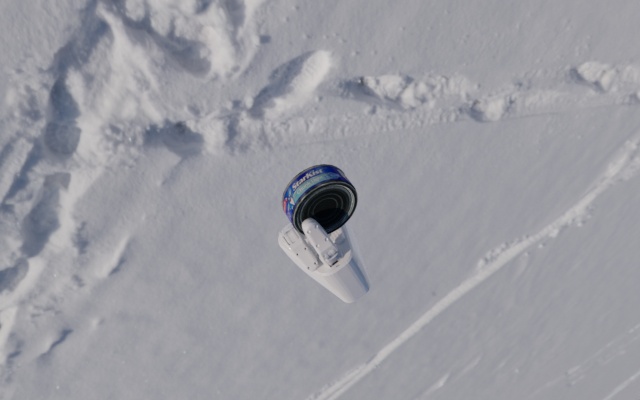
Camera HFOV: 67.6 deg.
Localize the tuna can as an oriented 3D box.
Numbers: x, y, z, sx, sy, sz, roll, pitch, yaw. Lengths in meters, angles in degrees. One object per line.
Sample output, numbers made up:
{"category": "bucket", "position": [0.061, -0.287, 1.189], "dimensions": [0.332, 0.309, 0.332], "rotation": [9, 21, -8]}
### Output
{"category": "tuna can", "position": [0.000, 0.002, 0.561], "dimensions": [0.086, 0.086, 0.033], "rotation": [0, 37, -31]}
